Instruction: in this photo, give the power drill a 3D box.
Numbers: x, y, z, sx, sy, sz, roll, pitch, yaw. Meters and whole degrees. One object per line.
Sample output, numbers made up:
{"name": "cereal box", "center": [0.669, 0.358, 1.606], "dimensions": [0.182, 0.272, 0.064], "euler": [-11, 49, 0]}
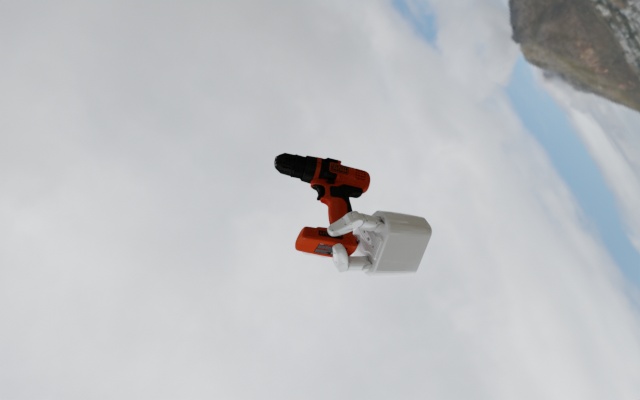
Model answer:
{"name": "power drill", "center": [0.000, 0.003, 0.849], "dimensions": [0.184, 0.187, 0.057], "euler": [12, -34, -11]}
